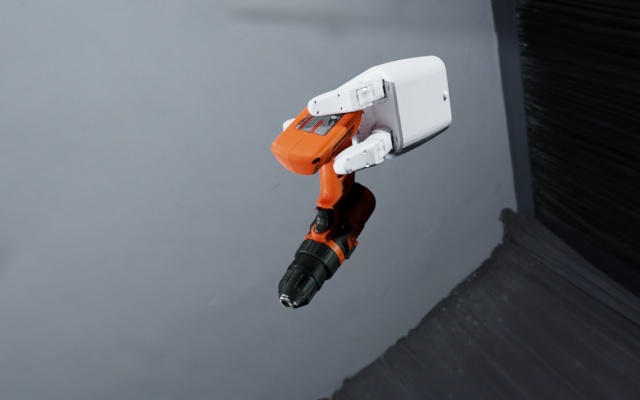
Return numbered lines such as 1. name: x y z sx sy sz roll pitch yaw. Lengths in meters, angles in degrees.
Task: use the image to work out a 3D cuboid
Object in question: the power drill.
1. power drill: 0.000 0.001 0.511 0.057 0.188 0.184 17 49 24
